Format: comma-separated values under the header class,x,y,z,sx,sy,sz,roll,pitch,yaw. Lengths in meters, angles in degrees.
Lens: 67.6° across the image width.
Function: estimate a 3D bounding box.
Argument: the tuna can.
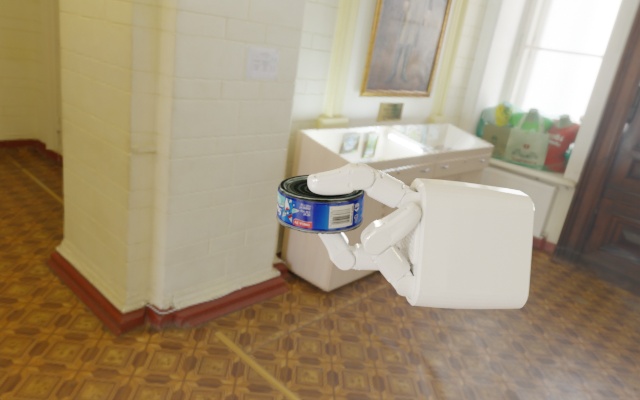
class,x,y,z,sx,sy,sz,roll,pitch,yaw
tuna can,0.000,0.001,0.468,0.086,0.034,0.086,3,19,-1
